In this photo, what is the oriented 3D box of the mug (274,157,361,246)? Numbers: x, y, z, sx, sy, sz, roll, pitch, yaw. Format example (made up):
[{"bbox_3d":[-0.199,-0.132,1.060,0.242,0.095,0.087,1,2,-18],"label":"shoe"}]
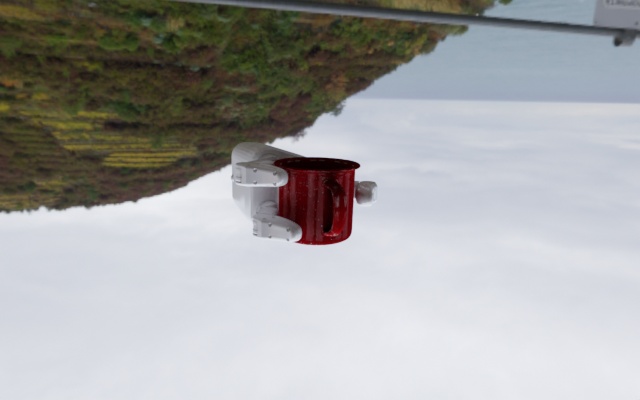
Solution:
[{"bbox_3d":[0.001,0.002,0.507,0.093,0.081,0.117,-4,14,-23],"label":"mug"}]
